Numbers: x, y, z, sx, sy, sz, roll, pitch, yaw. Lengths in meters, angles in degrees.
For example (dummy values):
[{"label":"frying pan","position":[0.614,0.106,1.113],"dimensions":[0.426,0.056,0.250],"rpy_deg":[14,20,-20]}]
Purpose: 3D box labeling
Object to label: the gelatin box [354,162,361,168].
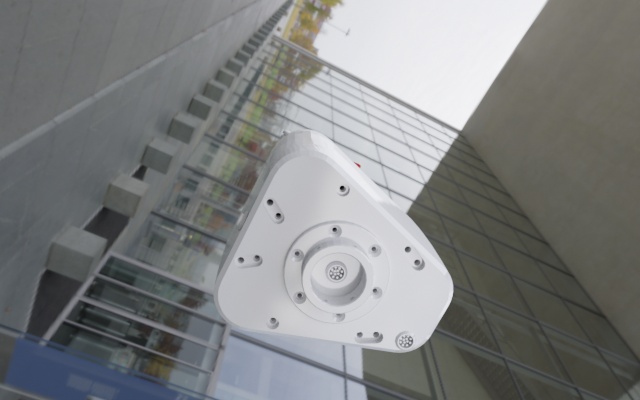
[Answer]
[{"label":"gelatin box","position":[0.000,0.002,0.403],"dimensions":[0.030,0.073,0.089],"rpy_deg":[26,-4,-3]}]
